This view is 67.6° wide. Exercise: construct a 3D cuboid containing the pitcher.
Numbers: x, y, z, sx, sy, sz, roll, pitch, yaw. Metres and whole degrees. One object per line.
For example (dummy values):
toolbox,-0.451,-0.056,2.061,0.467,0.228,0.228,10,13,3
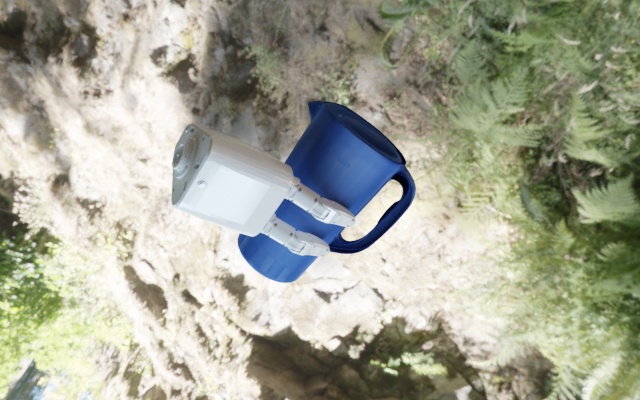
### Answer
pitcher,0.000,0.002,0.646,0.145,0.243,0.149,23,25,-35
